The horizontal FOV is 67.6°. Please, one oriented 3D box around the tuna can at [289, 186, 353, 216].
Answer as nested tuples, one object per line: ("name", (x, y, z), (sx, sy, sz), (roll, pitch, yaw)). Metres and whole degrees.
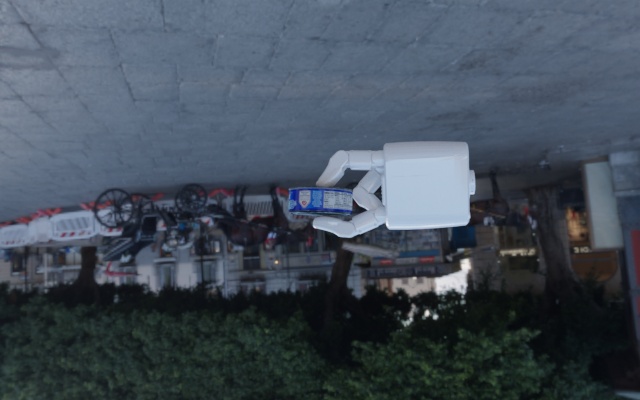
("tuna can", (0.000, 0.003, 0.634), (0.086, 0.033, 0.086), (2, -5, 0))
